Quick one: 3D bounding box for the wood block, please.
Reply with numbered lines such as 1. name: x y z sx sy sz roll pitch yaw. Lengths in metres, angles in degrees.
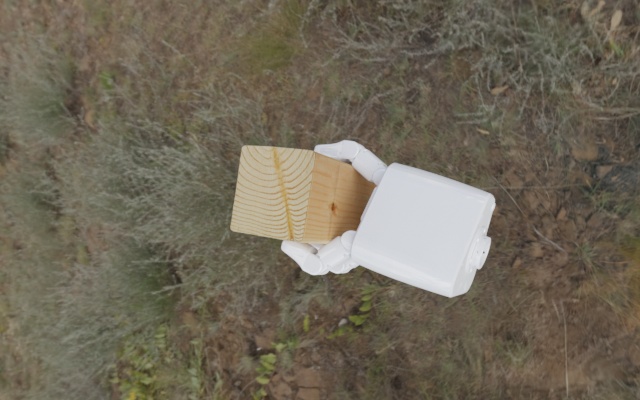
1. wood block: 0.000 0.002 0.557 0.090 0.091 0.206 7 -3 29
